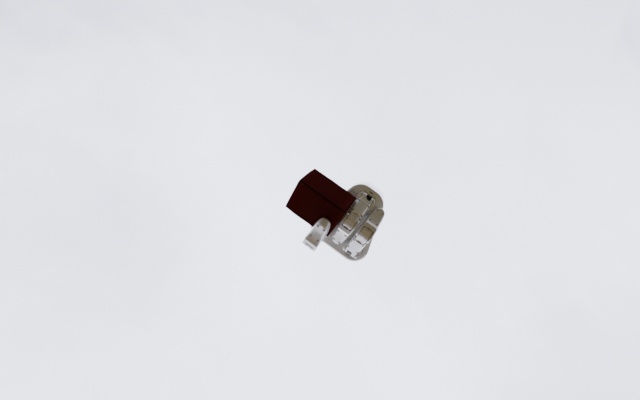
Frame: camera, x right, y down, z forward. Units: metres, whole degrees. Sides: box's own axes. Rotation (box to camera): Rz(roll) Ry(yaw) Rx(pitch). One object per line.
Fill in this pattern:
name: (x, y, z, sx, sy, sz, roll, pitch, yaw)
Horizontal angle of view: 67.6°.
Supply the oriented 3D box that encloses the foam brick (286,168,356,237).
foam brick: (0.000, 0.002, 0.684, 0.078, 0.053, 0.051, 36, 34, 4)
